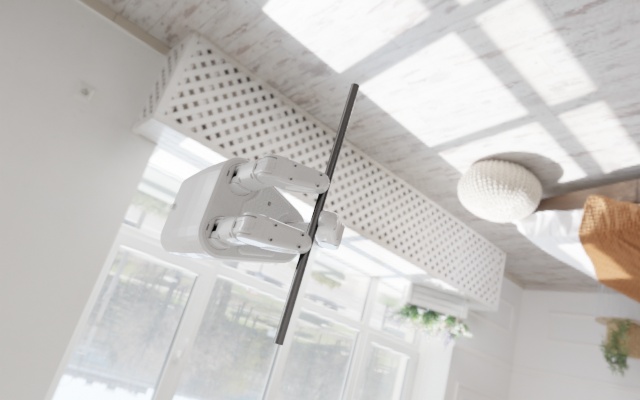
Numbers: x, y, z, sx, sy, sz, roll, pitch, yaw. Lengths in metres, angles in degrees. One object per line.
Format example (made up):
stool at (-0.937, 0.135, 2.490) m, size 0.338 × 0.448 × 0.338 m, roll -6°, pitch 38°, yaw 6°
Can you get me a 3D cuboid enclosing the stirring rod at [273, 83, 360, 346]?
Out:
stirring rod at (0.000, 0.001, 0.405) m, size 0.011 × 0.239 × 0.011 m, roll 15°, pitch -20°, yaw 5°
